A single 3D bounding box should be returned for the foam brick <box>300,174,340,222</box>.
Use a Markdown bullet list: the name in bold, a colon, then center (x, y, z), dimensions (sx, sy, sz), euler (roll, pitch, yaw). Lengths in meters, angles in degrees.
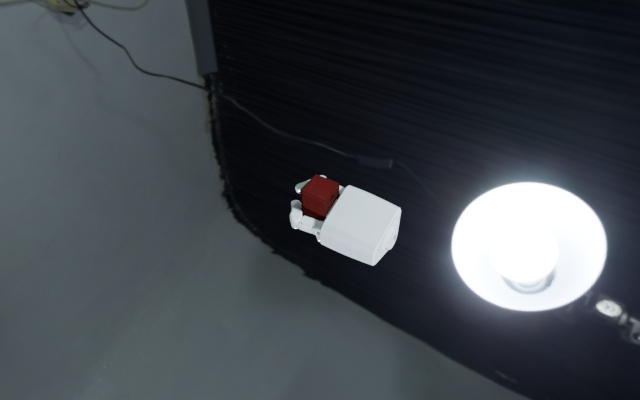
- **foam brick**: center (0.000, 0.003, 0.855), dimensions (0.051, 0.078, 0.053), euler (23, 50, 23)
